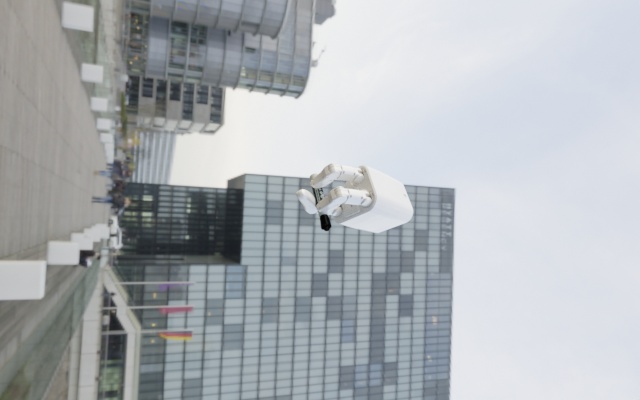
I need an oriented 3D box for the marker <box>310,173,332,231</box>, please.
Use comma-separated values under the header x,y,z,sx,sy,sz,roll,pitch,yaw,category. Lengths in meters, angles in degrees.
x,y,z,sx,sy,sz,roll,pitch,yaw,category
0.000,0.003,0.853,0.020,0.121,0.020,-9,-36,-6,marker
